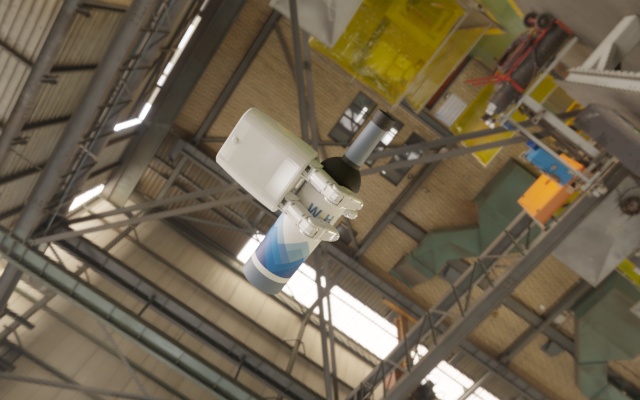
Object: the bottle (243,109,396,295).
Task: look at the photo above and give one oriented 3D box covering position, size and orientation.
[{"bbox_3d":[0.000,0.002,0.654,0.069,0.296,0.069,33,18,-12],"label":"bottle"}]
